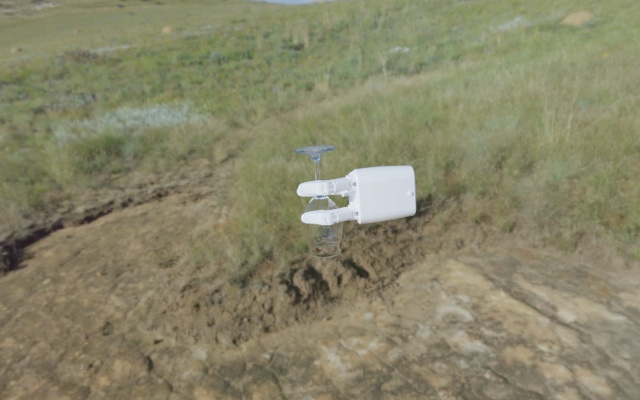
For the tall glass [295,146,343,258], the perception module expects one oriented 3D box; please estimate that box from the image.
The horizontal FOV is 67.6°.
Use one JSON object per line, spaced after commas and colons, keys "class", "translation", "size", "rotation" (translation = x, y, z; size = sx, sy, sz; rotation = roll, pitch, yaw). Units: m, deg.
{"class": "tall glass", "translation": [0.000, 0.002, 0.889], "size": [0.079, 0.201, 0.079], "rotation": [-5, 15, 1]}
